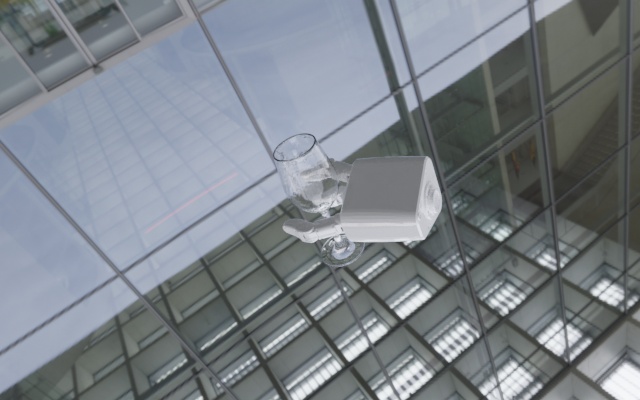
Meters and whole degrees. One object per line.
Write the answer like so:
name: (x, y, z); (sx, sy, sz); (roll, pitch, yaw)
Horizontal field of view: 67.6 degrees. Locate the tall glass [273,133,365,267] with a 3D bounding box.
tall glass: (0.000, 0.003, 0.689); (0.079, 0.201, 0.079); (-17, 36, 13)
